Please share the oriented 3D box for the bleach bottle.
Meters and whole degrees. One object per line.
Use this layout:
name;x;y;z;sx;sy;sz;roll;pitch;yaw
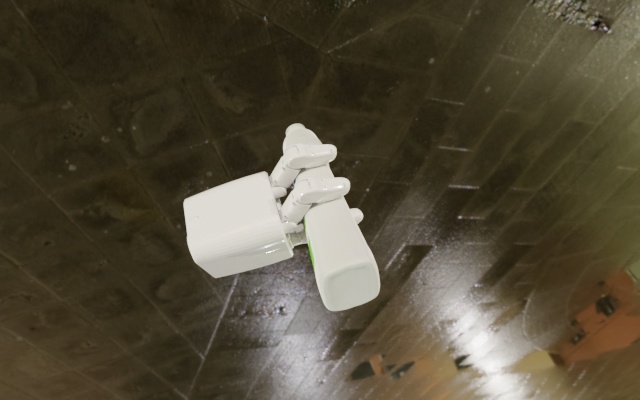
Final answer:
bleach bottle;0.000;0.002;0.592;0.068;0.250;0.103;-17;-38;-3
